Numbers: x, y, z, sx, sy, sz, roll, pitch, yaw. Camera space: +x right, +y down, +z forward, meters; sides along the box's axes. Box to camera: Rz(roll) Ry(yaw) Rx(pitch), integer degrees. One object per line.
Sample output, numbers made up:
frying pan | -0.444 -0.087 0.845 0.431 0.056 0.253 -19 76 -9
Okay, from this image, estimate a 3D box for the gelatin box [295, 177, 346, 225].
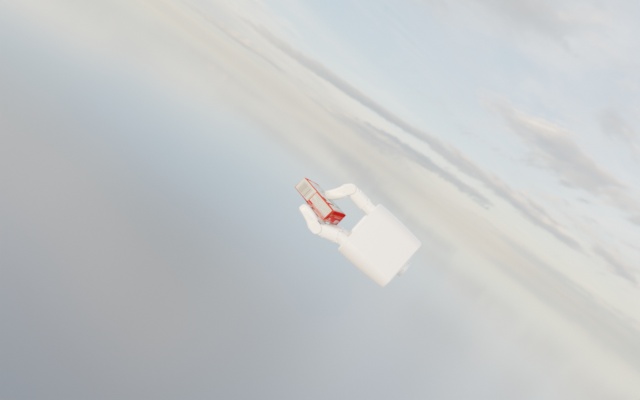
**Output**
gelatin box | 0.000 0.002 0.887 0.030 0.089 0.073 -44 -20 9
